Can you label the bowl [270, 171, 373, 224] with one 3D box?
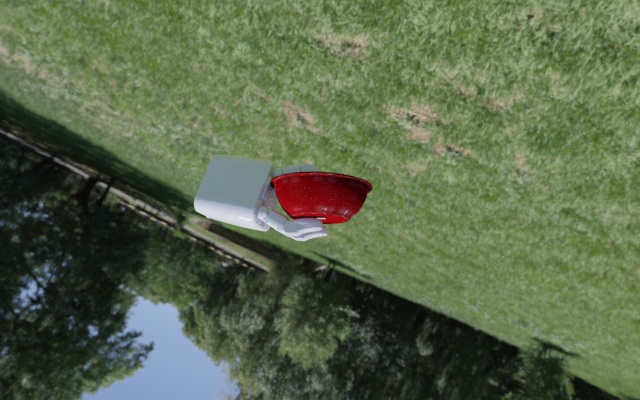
[{"bbox_3d":[0.001,0.003,0.741,0.162,0.055,0.162,2,-13,1],"label":"bowl"}]
